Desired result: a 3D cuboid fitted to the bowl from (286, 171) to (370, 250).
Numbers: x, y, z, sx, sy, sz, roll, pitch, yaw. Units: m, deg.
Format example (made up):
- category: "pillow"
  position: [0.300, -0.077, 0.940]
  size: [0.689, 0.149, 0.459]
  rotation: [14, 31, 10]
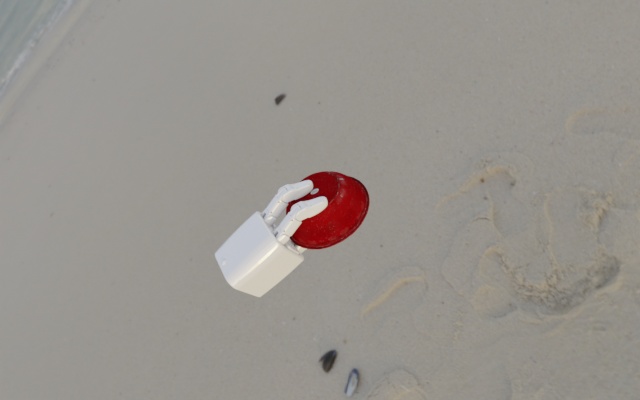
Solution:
- category: "bowl"
  position: [0.001, 0.001, 0.823]
  size: [0.162, 0.162, 0.055]
  rotation: [0, -38, 30]
